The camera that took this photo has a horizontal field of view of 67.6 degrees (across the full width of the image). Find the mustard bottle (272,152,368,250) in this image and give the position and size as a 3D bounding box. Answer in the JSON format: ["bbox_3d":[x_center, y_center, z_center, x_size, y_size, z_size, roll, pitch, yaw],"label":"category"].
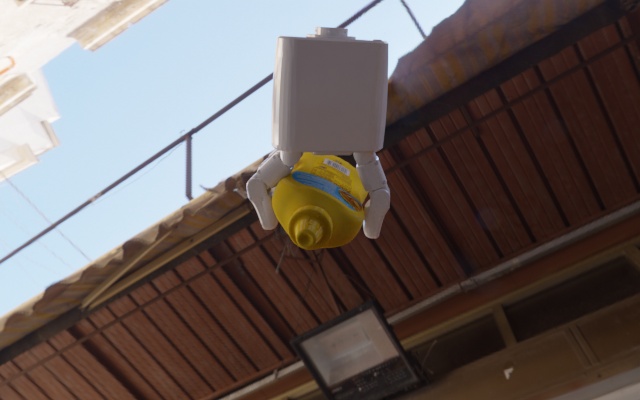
[{"bbox_3d":[0.000,0.002,0.503,0.096,0.058,0.191,29,20,-3],"label":"mustard bottle"}]
